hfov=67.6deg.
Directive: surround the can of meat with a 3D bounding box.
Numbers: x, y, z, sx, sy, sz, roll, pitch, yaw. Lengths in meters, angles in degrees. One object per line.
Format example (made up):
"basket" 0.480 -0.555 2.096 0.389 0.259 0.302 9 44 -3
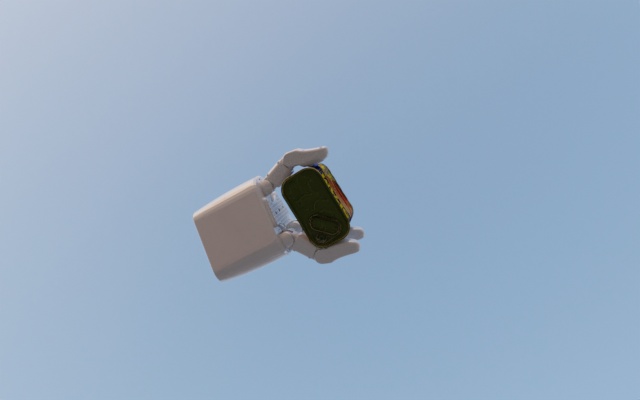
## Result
"can of meat" 0.000 0.002 0.633 0.057 0.102 0.084 -30 5 14
